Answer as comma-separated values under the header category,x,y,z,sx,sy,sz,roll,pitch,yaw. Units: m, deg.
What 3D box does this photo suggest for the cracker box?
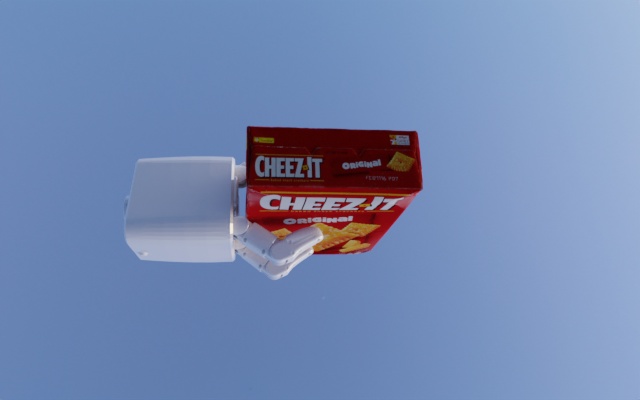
category,x,y,z,sx,sy,sz,roll,pitch,yaw
cracker box,0.000,0.002,0.530,0.164,0.072,0.214,0,-21,-8
